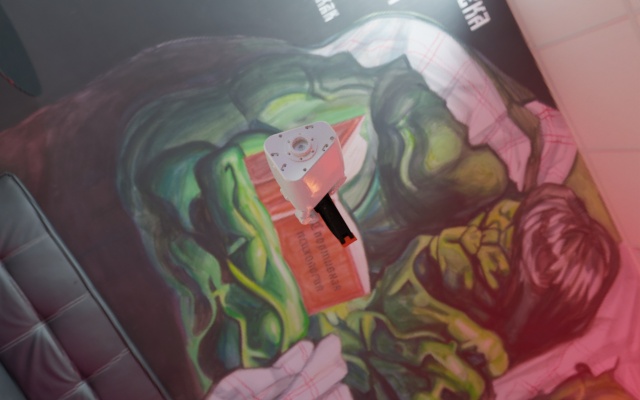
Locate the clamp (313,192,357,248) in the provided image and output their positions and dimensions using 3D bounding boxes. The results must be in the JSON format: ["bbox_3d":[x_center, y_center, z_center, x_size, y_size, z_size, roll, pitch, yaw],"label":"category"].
[{"bbox_3d":[0.001,0.003,0.877,0.036,0.210,0.165,-32,-23,-6],"label":"clamp"}]
